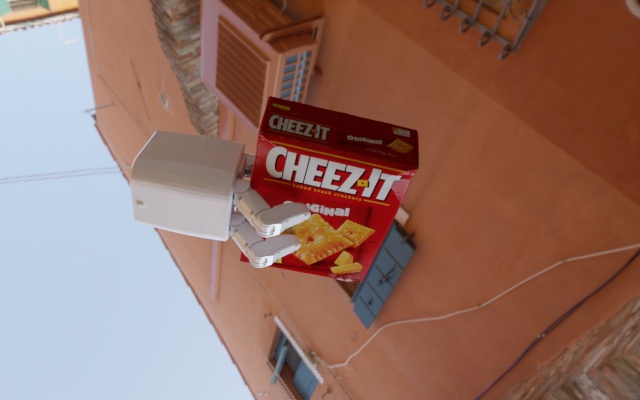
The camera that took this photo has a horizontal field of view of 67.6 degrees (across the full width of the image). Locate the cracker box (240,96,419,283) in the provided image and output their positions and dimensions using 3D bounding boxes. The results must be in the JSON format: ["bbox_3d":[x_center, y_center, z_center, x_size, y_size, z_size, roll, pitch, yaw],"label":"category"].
[{"bbox_3d":[0.000,0.002,0.554,0.164,0.072,0.214,12,-43,-5],"label":"cracker box"}]
